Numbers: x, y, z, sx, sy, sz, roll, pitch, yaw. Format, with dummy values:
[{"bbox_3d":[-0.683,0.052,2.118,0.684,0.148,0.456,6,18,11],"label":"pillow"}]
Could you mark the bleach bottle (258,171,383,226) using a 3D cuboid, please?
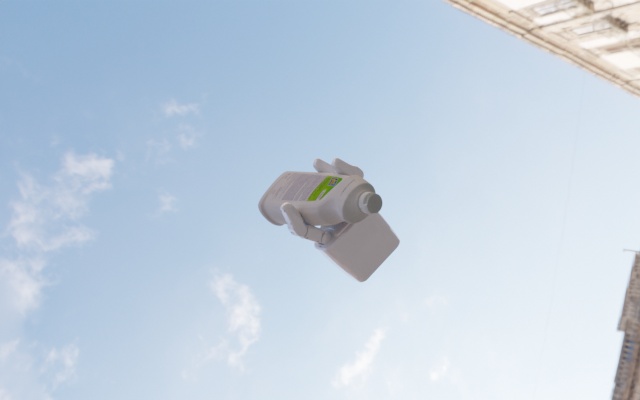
[{"bbox_3d":[0.000,0.002,0.765,0.068,0.102,0.251,47,-21,-28],"label":"bleach bottle"}]
